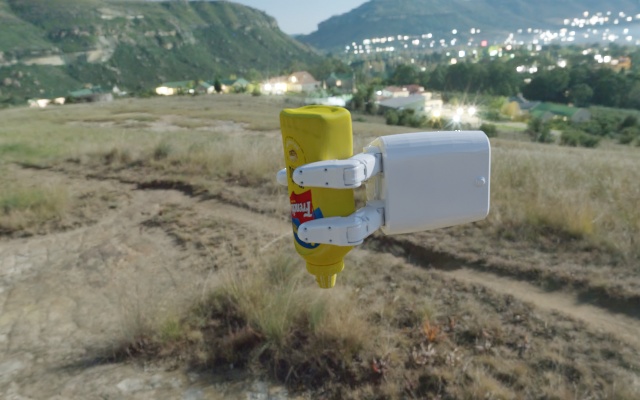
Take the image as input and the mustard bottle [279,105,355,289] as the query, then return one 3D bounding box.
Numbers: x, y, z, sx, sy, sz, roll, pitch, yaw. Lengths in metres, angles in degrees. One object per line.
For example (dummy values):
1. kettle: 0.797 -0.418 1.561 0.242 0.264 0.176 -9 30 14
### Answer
1. mustard bottle: 0.000 0.001 0.494 0.058 0.192 0.096 -14 19 -27
